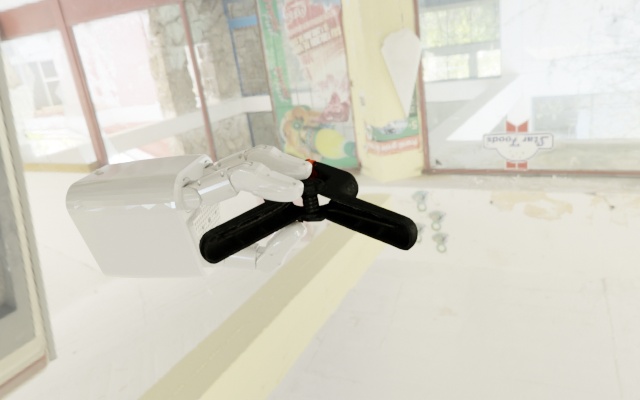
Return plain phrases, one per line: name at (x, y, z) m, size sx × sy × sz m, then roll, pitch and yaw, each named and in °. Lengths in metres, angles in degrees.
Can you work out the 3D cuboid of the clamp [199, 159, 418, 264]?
clamp at (0.000, 0.002, 0.440) m, size 0.164 × 0.036 × 0.210 m, roll -1°, pitch 20°, yaw 7°
